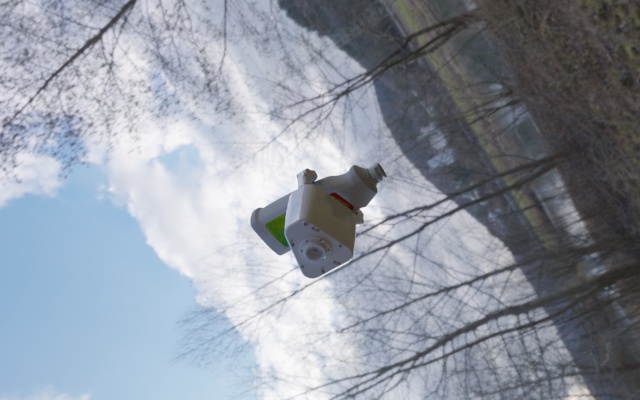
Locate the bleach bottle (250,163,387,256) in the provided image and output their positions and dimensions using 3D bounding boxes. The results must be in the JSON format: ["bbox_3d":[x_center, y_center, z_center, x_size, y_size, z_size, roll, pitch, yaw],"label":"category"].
[{"bbox_3d":[0.000,0.003,0.861,0.251,0.102,0.068,-31,24,20],"label":"bleach bottle"}]
